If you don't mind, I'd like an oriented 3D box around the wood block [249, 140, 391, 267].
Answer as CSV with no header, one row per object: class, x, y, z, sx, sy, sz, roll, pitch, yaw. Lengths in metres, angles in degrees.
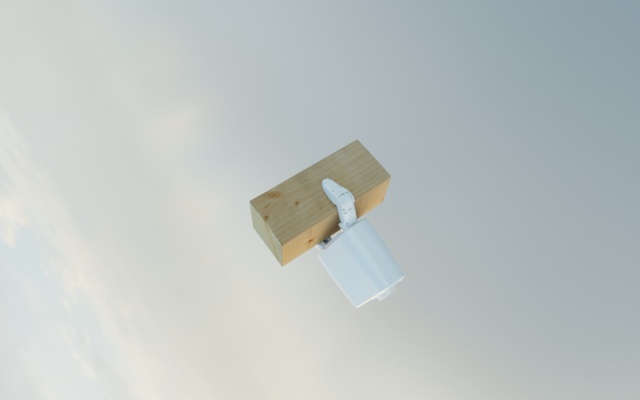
wood block,0.000,0.003,0.763,0.206,0.090,0.091,-31,-23,-19
